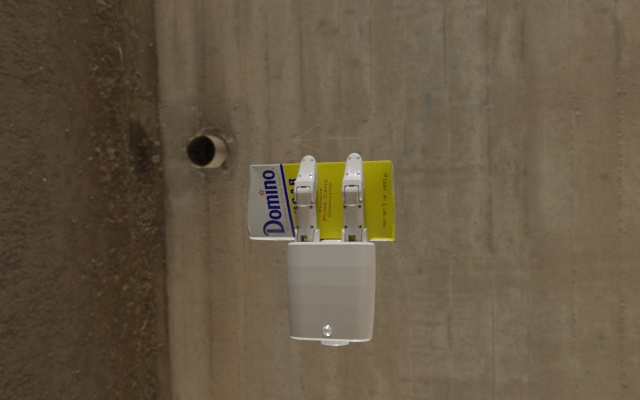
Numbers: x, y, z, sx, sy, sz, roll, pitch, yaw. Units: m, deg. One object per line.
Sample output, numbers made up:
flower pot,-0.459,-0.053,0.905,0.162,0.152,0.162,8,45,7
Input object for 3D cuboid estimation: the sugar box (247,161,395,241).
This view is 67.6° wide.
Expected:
sugar box,0.000,0.002,0.577,0.176,0.093,0.048,-1,-8,12
